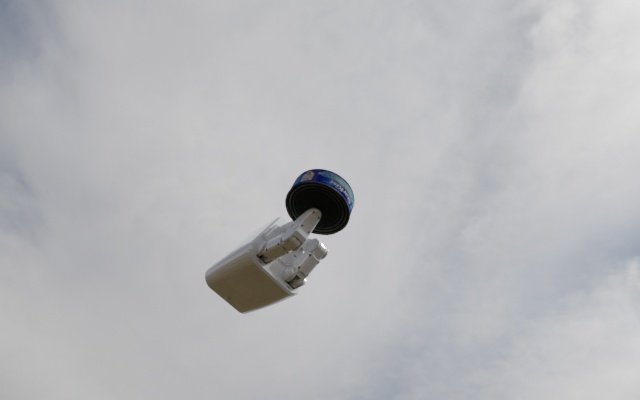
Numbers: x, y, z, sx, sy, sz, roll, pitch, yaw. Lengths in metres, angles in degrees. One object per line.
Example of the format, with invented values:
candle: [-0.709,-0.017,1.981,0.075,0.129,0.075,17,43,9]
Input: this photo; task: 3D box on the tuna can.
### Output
tuna can: [0.000,0.002,0.618,0.086,0.086,0.033,0,37,20]
